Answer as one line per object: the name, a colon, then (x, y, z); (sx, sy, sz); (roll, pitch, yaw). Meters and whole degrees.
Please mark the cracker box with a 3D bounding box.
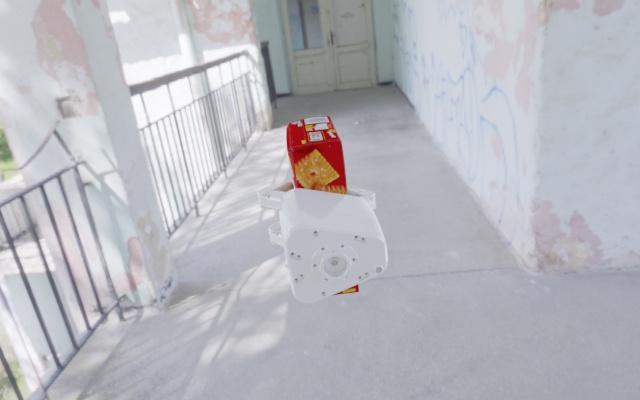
cracker box: (0.000, 0.002, 0.676); (0.072, 0.214, 0.164); (-8, 21, -2)
